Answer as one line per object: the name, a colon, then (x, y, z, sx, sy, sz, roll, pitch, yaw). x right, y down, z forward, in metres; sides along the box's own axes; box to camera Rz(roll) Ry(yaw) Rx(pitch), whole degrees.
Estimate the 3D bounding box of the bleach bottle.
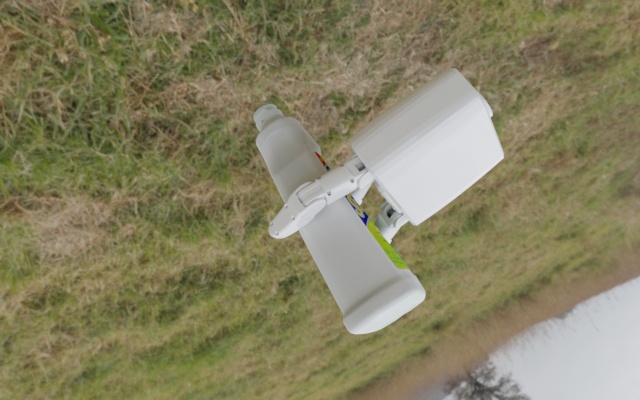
bleach bottle: (0.000, 0.002, 0.458, 0.068, 0.250, 0.102, -37, -23, 10)
